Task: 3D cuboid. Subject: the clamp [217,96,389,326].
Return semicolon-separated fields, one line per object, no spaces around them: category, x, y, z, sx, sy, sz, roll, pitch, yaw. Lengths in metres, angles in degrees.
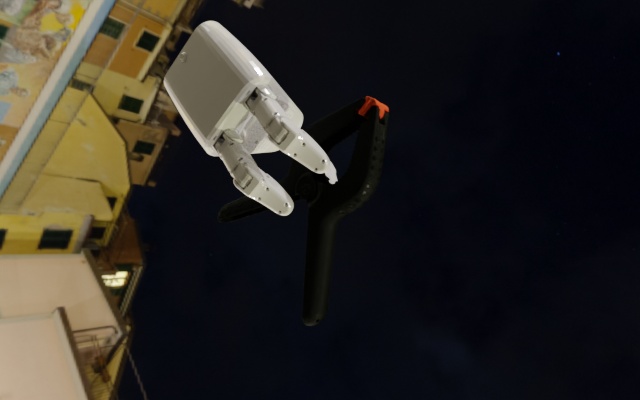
clamp;0.001;0.001;0.452;0.210;0.164;0.036;-48;-26;20
